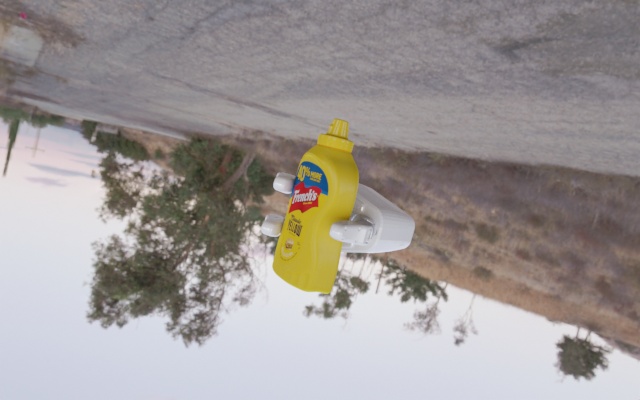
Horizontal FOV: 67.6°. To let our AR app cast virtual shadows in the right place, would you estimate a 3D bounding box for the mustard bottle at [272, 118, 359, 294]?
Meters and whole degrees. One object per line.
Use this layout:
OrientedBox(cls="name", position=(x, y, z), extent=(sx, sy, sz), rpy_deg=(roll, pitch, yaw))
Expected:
OrientedBox(cls="mustard bottle", position=(0.000, 0.002, 0.546), extent=(0.058, 0.191, 0.096), rpy_deg=(12, 5, -30))
